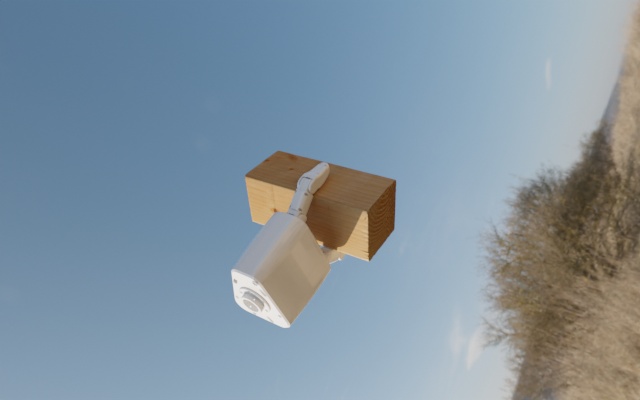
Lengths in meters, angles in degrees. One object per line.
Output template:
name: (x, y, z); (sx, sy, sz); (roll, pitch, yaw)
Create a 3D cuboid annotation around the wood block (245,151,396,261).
wood block: (0.000, 0.002, 0.713); (0.206, 0.091, 0.090); (17, 39, 28)
